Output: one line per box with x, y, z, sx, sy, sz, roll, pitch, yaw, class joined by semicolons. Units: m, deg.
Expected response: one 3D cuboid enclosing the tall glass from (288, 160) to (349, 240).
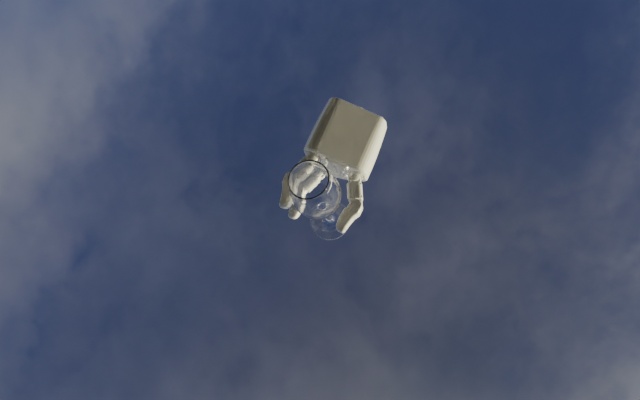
0.000;0.003;0.775;0.079;0.079;0.201;0;-19;11;tall glass
